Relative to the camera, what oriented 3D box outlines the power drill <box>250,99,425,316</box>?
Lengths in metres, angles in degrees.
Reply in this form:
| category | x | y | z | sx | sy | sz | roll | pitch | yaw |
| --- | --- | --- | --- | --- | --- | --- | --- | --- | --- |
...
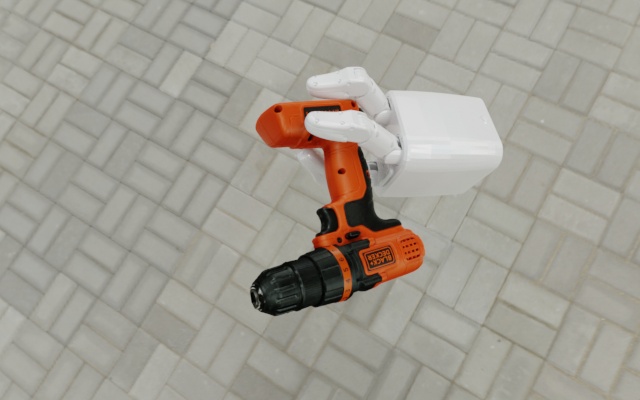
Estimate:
| category | x | y | z | sx | sy | sz | roll | pitch | yaw |
| --- | --- | --- | --- | --- | --- | --- | --- | --- | --- |
| power drill | 0.000 | 0.001 | 0.451 | 0.184 | 0.187 | 0.057 | -11 | -10 | -34 |
